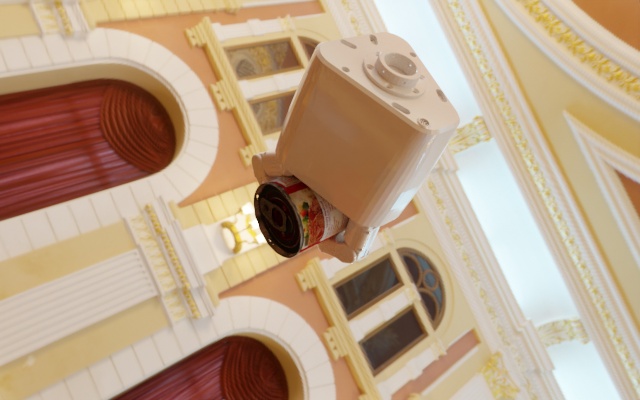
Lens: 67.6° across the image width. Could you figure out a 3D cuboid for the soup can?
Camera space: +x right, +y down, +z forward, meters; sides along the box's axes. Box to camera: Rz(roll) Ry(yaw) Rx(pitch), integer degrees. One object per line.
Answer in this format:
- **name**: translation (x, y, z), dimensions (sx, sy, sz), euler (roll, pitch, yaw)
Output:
- **soup can**: translation (0.000, 0.002, 0.434), dimensions (0.102, 0.068, 0.068), euler (-23, 14, -35)
